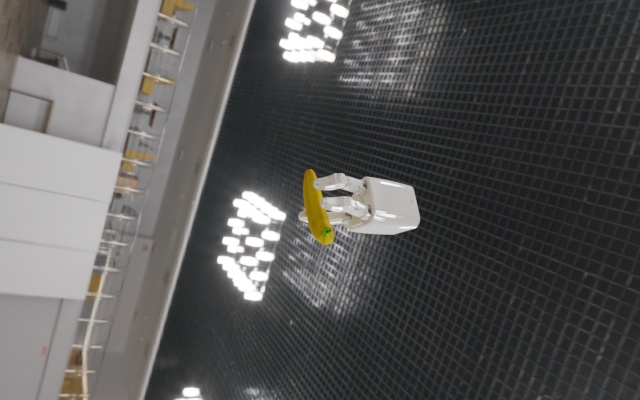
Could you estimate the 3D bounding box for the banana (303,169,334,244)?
[{"bbox_3d":[-0.003,0.020,0.881,0.037,0.070,0.197,3,34,-17],"label":"banana"}]
